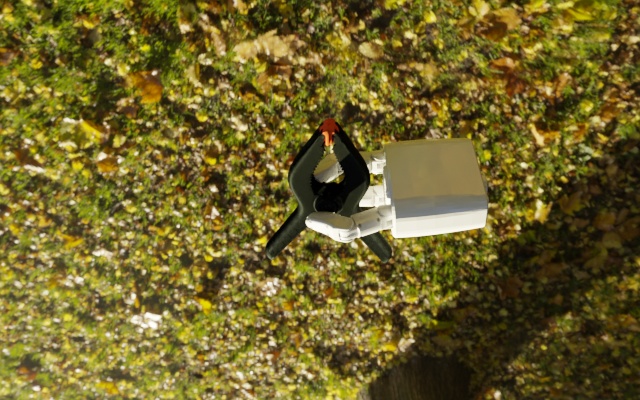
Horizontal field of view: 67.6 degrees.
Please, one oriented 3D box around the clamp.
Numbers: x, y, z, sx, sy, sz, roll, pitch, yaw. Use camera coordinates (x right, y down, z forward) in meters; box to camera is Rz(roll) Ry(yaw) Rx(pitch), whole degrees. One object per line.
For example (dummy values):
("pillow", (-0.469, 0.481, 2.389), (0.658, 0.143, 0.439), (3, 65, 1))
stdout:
("clamp", (0.000, 0.002, 0.570), (0.164, 0.210, 0.036), (-5, 39, 6))
